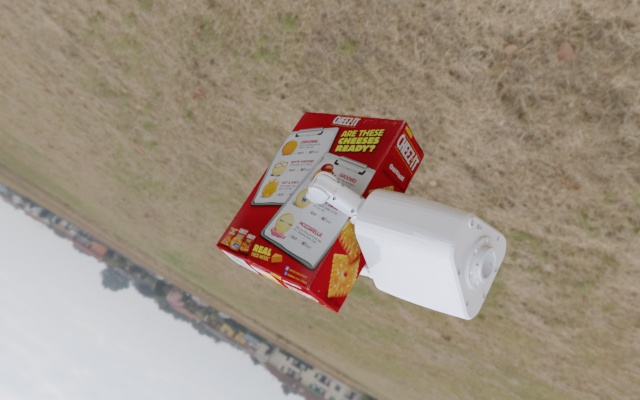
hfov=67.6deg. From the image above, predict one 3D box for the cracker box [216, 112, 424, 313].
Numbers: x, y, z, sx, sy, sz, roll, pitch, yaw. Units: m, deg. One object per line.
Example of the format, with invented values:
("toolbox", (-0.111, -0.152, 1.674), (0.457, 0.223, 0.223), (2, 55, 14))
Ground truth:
("cracker box", (0.000, 0.002, 0.564), (0.164, 0.213, 0.072), (15, -24, 43))
